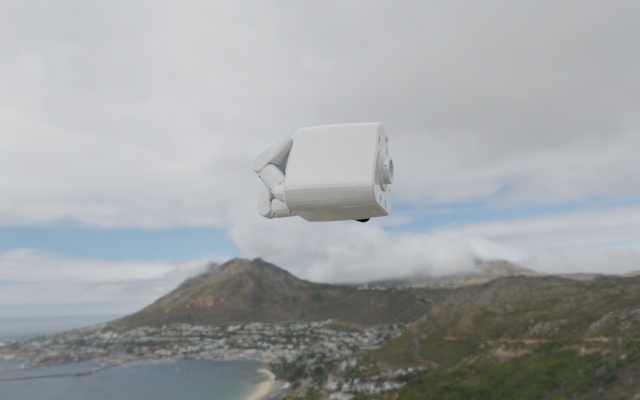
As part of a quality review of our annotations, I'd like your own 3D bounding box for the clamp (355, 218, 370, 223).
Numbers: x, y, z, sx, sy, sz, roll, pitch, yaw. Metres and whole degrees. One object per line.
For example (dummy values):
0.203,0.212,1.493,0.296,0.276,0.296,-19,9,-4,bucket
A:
0.000,0.002,0.682,0.120,0.039,0.171,0,-11,21,clamp
